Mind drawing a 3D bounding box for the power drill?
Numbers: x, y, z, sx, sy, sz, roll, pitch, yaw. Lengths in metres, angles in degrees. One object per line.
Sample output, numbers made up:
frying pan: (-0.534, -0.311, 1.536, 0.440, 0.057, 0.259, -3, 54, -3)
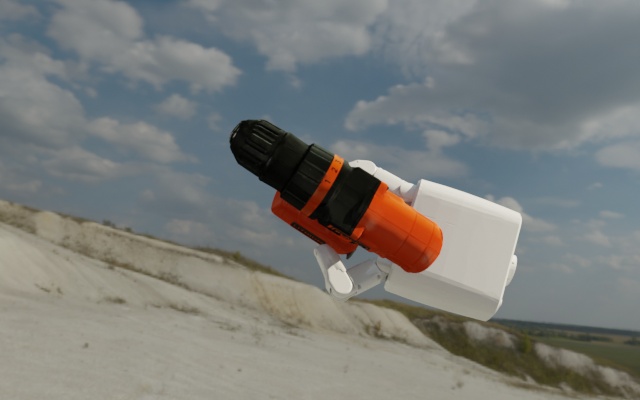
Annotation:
power drill: (0.000, 0.002, 0.436, 0.184, 0.057, 0.187, 33, -8, -6)
